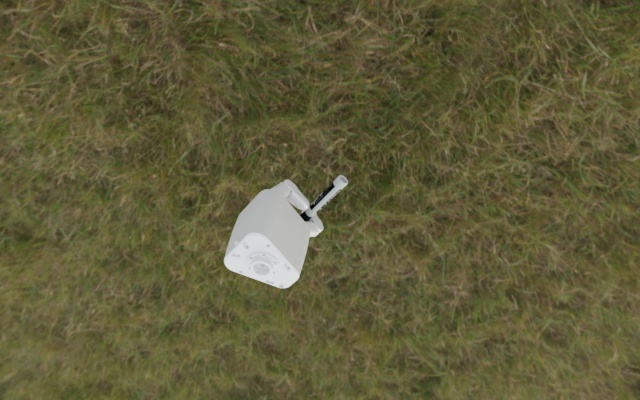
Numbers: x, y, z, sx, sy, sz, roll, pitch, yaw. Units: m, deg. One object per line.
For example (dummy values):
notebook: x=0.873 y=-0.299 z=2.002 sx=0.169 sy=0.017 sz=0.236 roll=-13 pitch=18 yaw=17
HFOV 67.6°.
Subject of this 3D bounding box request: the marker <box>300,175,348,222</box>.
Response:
marker: x=0.000 y=0.003 z=0.789 sx=0.020 sy=0.020 sz=0.121 roll=0 pitch=-37 yaw=-49
